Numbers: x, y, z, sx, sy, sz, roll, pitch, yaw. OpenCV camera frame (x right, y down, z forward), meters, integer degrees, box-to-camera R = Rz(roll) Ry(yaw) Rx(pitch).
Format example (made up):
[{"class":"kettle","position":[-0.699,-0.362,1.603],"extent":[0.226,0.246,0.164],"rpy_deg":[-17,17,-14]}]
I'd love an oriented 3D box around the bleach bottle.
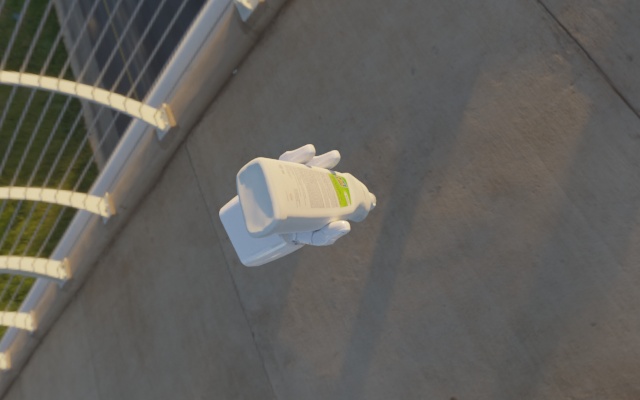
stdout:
[{"class":"bleach bottle","position":[0.000,0.002,0.687],"extent":[0.068,0.102,0.251],"rpy_deg":[-29,-22,36]}]
